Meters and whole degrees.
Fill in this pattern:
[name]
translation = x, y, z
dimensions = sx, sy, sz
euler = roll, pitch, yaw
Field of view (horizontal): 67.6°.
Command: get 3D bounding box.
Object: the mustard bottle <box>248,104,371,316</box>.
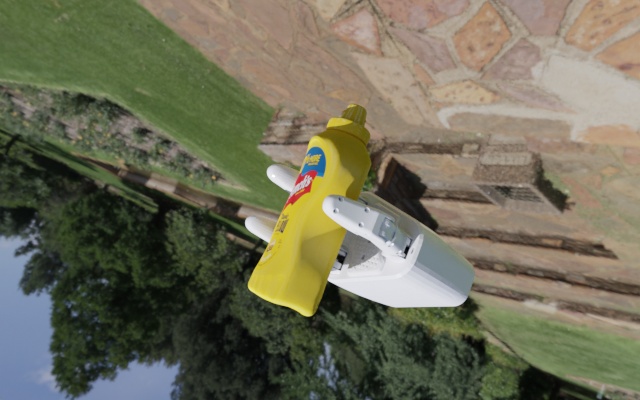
[mustard bottle]
translation = 0.000, 0.001, 0.426
dimensions = 0.058, 0.191, 0.096
euler = 26, -11, -15
